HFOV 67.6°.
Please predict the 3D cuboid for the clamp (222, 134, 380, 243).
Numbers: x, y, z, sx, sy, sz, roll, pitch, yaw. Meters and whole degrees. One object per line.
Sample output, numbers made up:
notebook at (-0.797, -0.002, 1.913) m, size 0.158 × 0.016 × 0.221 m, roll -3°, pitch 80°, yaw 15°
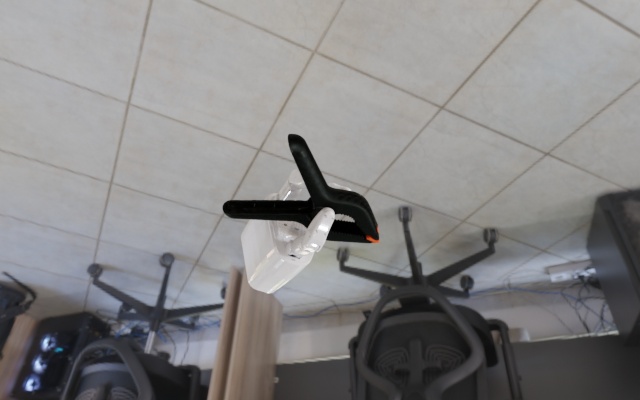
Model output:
clamp at (0.000, 0.003, 0.614) m, size 0.210 × 0.036 × 0.165 m, roll 21°, pitch -44°, yaw -22°
